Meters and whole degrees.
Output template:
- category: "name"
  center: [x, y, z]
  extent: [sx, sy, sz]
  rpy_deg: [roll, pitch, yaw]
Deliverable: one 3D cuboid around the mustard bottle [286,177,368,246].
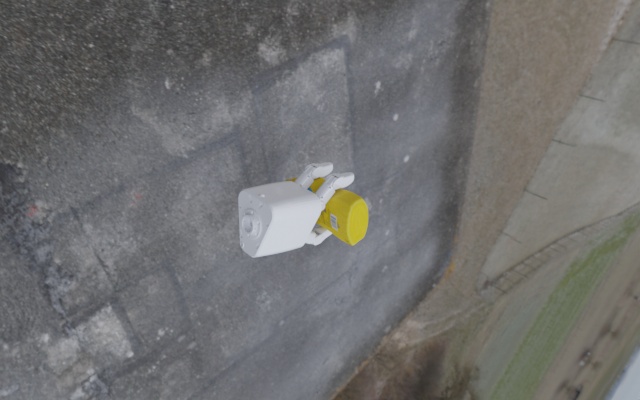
- category: "mustard bottle"
  center: [0.001, 0.003, 0.885]
  extent: [0.058, 0.096, 0.191]
  rpy_deg: [-35, 46, -30]
